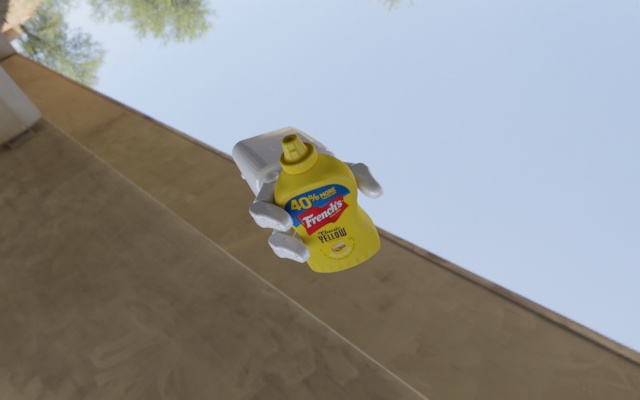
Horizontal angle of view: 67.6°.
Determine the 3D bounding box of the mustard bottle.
[{"bbox_3d":[0.000,0.002,0.562,0.096,0.192,0.058,-19,39,9],"label":"mustard bottle"}]
